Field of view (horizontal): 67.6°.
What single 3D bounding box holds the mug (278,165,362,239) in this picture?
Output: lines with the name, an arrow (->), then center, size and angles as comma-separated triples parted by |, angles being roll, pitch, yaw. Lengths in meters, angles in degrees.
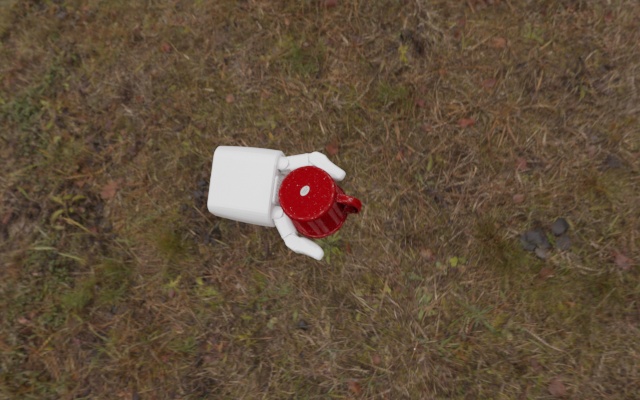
mug -> 0.001, 0.002, 0.678 | 0.117, 0.093, 0.081 | 8, -15, 15
